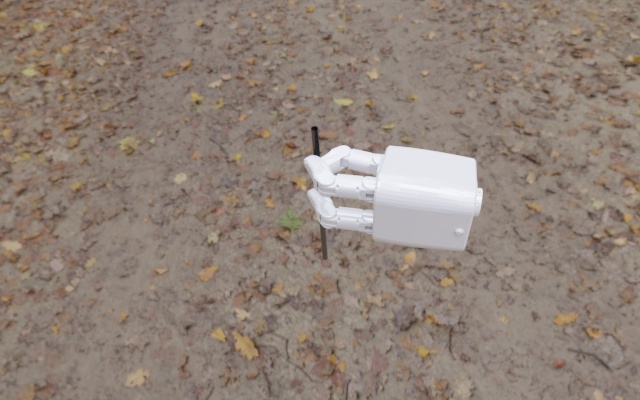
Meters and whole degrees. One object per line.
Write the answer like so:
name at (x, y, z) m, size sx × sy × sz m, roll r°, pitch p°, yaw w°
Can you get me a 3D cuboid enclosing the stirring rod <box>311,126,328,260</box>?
stirring rod at (0.000, 0.002, 0.622) m, size 0.011 × 0.011 × 0.240 m, roll 0°, pitch -43°, yaw 4°
